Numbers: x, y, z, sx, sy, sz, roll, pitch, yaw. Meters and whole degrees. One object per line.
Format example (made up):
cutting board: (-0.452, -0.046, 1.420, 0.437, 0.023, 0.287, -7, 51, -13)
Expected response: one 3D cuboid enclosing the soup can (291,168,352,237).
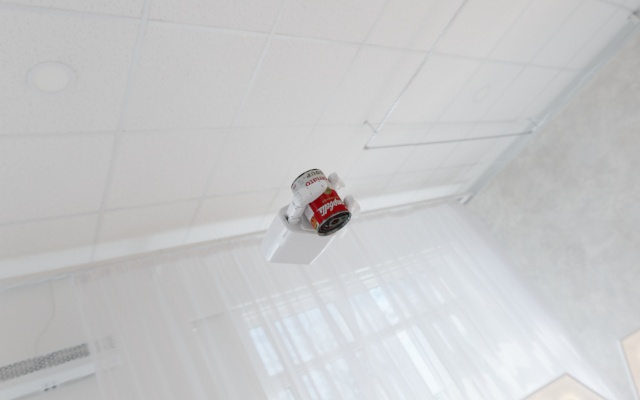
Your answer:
soup can: (0.000, 0.002, 0.838, 0.068, 0.102, 0.068, -25, -27, -14)
